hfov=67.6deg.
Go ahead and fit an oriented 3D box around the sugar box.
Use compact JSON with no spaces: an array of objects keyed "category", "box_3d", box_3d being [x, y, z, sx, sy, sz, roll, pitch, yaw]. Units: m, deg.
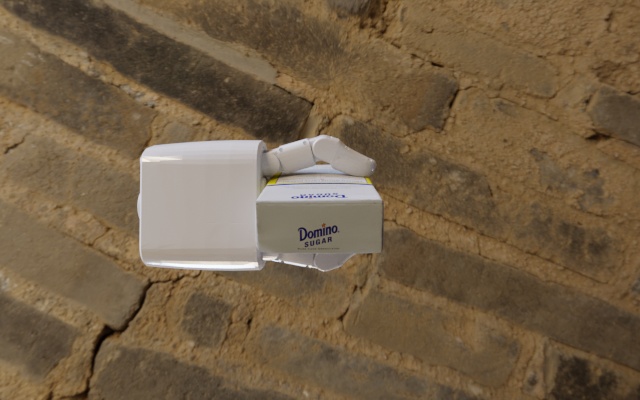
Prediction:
[{"category":"sugar box","box_3d":[0.000,0.002,0.421,0.093,0.048,0.176,0,14,1]}]
